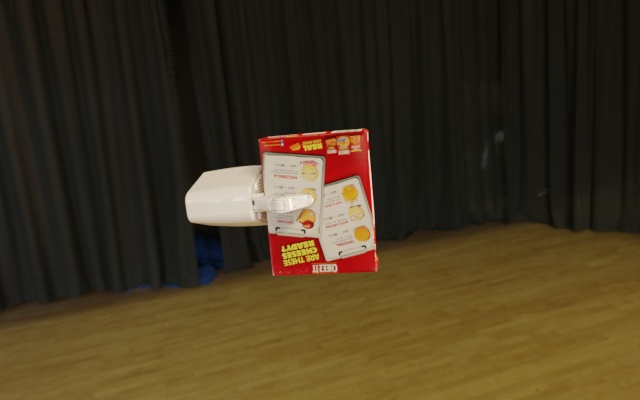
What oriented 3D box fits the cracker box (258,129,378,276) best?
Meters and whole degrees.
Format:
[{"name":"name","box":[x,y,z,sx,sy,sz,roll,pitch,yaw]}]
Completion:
[{"name":"cracker box","box":[0.000,0.002,0.741,0.164,0.214,0.072,-4,10,10]}]
